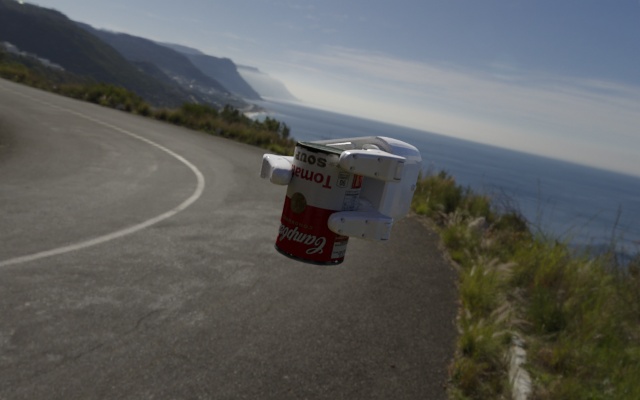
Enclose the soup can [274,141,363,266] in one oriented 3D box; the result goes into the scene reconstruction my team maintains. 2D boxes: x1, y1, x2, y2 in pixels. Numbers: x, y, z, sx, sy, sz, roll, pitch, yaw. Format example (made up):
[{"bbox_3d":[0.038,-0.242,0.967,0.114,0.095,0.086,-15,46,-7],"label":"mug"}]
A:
[{"bbox_3d":[0.000,0.001,0.446,0.068,0.102,0.068,12,11,-2],"label":"soup can"}]
